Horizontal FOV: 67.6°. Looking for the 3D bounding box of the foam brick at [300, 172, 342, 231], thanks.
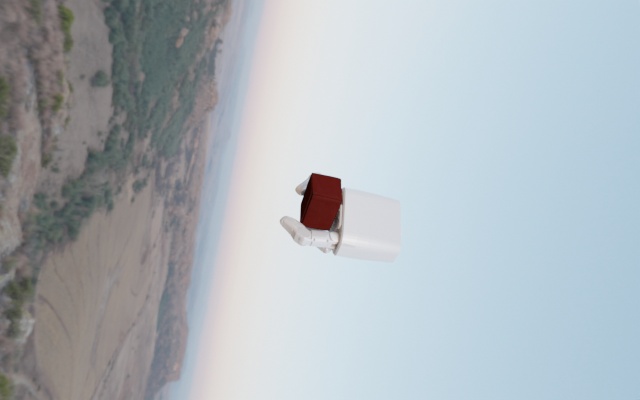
[{"bbox_3d":[0.000,0.002,0.773,0.051,0.053,0.078,11,-45,-11],"label":"foam brick"}]
